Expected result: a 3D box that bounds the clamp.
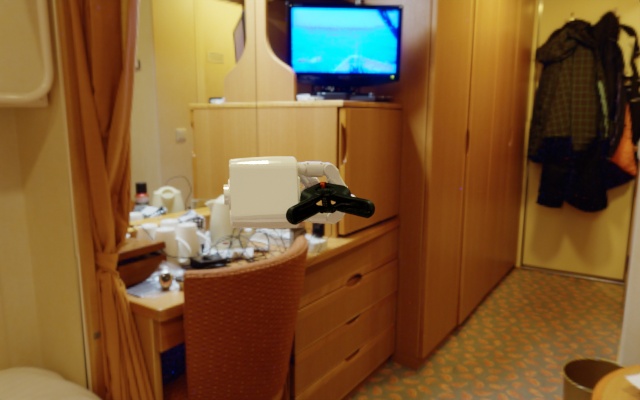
[{"bbox_3d":[0.000,0.002,0.709,0.120,0.039,0.171,-1,10,-12],"label":"clamp"}]
